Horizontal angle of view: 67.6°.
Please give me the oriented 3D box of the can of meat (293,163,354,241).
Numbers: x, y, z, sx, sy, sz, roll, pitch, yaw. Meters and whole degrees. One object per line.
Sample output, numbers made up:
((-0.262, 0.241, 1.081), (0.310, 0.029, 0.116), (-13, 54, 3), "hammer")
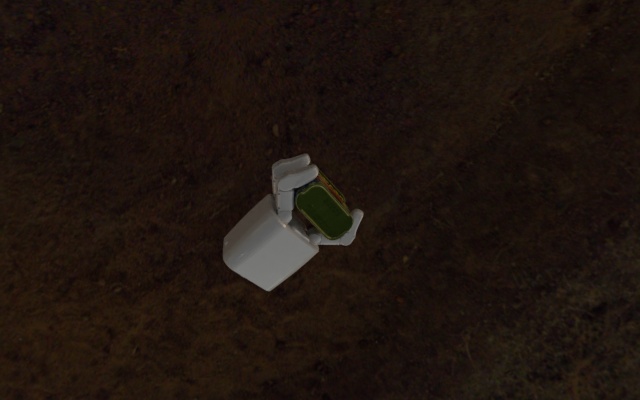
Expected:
((0.000, 0.003, 0.722), (0.057, 0.102, 0.084), (-40, 23, 7), "can of meat")
